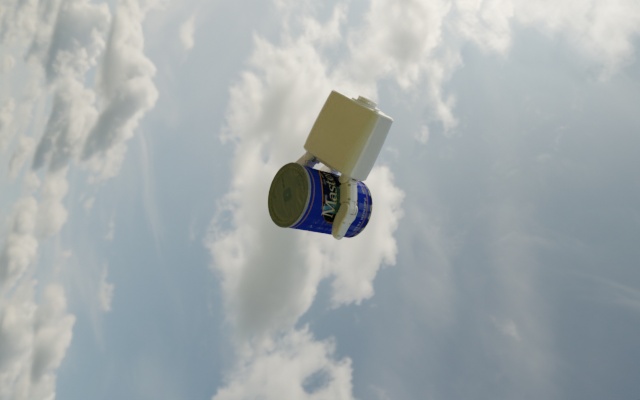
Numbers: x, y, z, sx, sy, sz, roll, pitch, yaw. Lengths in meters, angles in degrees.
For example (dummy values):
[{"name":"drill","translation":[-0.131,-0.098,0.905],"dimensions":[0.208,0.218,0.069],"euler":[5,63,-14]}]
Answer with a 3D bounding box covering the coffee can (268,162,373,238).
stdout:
[{"name":"coffee can","translation":[0.000,0.003,0.780],"dimensions":[0.140,0.103,0.103],"euler":[12,-8,-40]}]
